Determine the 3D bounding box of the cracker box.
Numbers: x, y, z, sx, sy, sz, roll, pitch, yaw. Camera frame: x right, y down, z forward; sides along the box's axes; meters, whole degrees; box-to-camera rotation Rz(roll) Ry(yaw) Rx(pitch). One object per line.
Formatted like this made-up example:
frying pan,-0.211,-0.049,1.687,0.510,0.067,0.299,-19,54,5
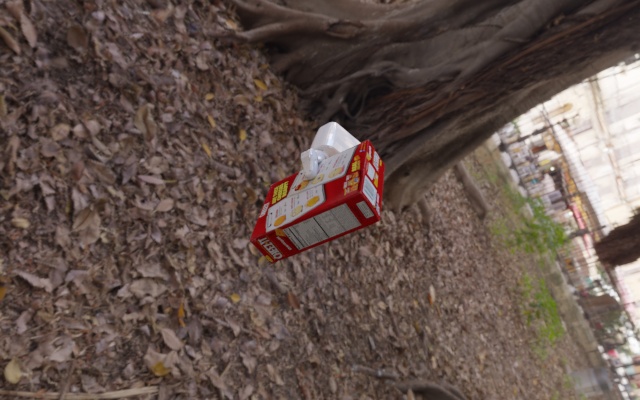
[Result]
cracker box,0.000,0.002,0.811,0.214,0.072,0.164,-24,28,25
